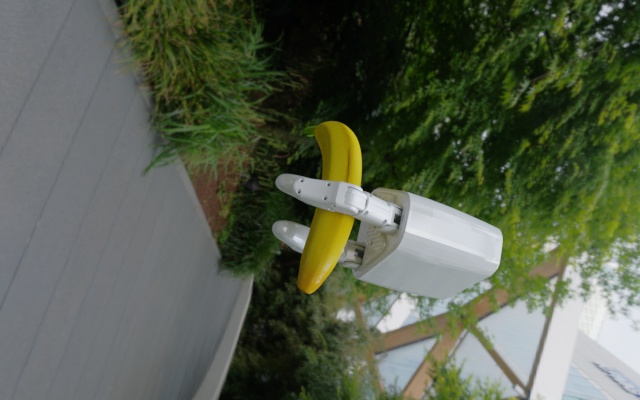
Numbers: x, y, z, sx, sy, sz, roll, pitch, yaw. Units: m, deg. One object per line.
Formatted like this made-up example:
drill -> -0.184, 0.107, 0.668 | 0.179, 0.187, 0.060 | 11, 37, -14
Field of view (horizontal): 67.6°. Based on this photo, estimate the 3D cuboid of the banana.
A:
banana -> 0.010, -0.010, 0.453 | 0.037, 0.197, 0.070 | 23, -41, -25
